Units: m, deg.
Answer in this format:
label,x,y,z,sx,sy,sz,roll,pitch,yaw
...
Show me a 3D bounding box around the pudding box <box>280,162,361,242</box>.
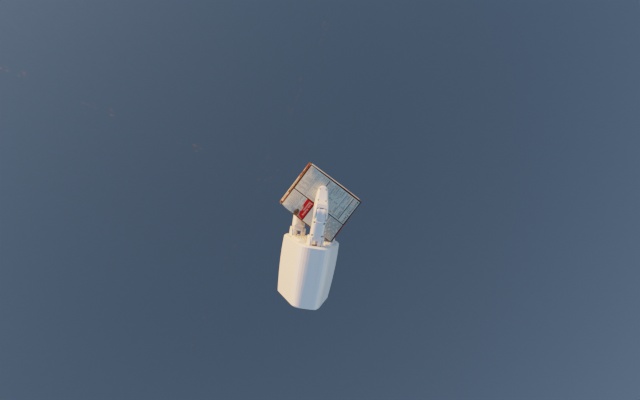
label,x,y,z,sx,sy,sz,roll,pitch,yaw
pudding box,0.000,0.003,0.820,0.113,0.090,0.039,37,3,-8
